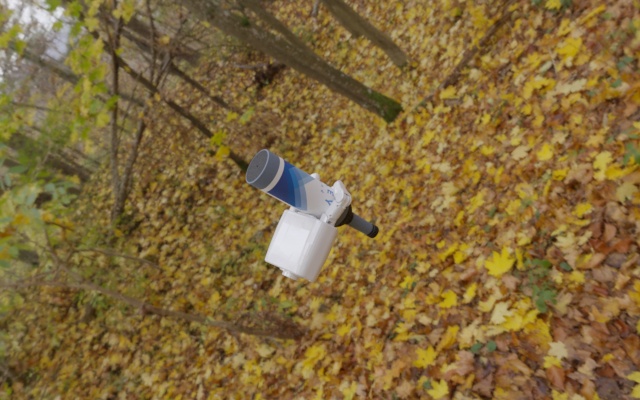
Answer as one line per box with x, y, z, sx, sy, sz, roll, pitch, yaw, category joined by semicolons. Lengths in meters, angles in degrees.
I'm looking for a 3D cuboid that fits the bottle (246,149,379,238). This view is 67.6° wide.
0.000;0.003;0.895;0.296;0.069;0.069;30;-17;-32;bottle
